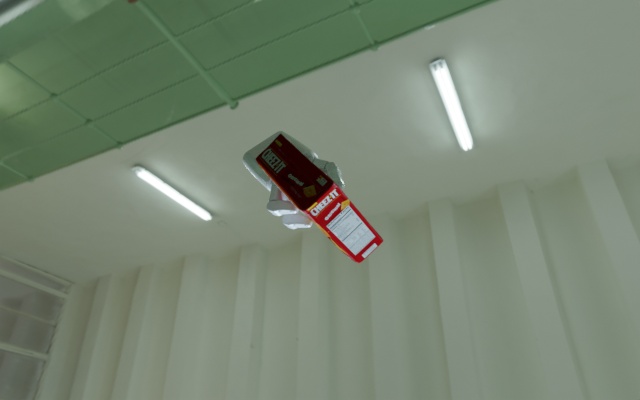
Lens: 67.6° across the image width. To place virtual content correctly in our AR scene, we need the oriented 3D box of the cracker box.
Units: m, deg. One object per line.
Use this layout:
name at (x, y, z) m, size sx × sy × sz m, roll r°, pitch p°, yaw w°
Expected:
cracker box at (0.000, 0.003, 0.826) m, size 0.164 × 0.072 × 0.214 m, roll 44°, pitch -1°, yaw 40°
